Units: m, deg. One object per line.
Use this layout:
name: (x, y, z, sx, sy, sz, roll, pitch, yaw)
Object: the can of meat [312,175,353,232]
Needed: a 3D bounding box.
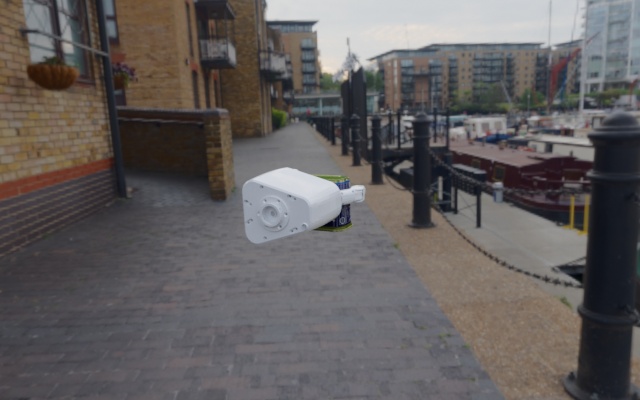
can of meat: (0.000, 0.002, 0.785, 0.102, 0.084, 0.057, 3, 12, 26)
